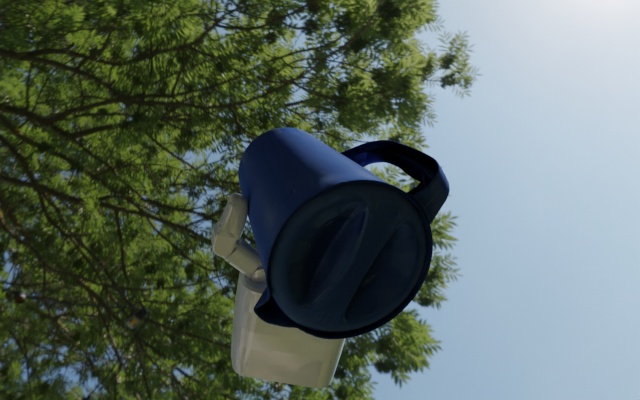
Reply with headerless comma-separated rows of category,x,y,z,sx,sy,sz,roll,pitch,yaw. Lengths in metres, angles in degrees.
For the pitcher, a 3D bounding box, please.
pitcher,0.000,0.002,0.457,0.149,0.145,0.242,5,20,-20
